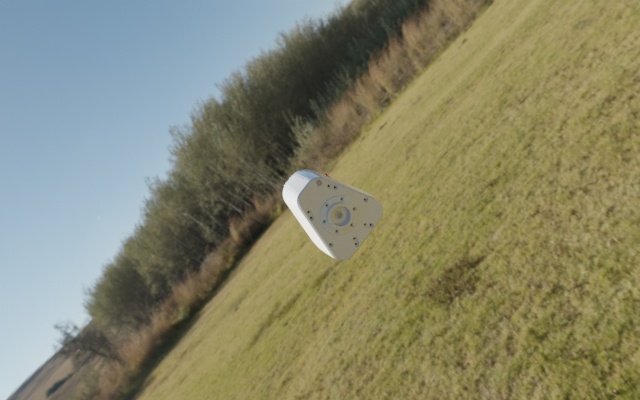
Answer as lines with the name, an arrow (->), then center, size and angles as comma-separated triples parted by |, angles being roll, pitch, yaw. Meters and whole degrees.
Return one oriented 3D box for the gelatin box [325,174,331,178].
gelatin box -> 0.000, 0.002, 0.771 | 0.030, 0.073, 0.089 | 38, 11, -18
